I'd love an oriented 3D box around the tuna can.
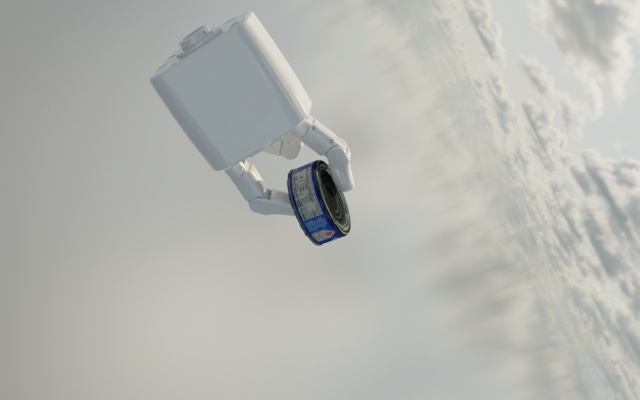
[{"bbox_3d":[0.001,0.001,0.497,0.034,0.086,0.086,-21,-6,17],"label":"tuna can"}]
